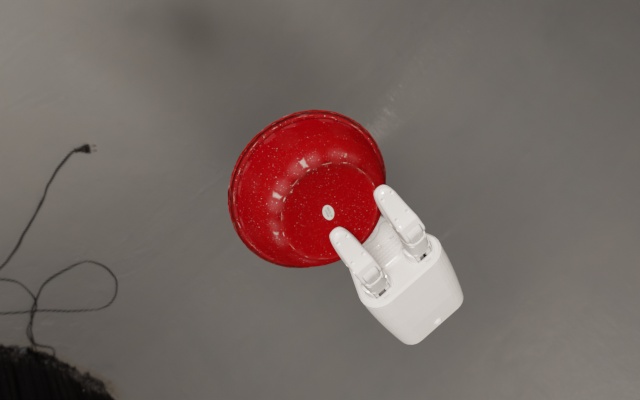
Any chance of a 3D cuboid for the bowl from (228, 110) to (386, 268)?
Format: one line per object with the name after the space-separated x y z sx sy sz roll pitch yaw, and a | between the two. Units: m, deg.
-0.001 0.001 0.439 0.162 0.162 0.055 0 20 -22 | bowl
